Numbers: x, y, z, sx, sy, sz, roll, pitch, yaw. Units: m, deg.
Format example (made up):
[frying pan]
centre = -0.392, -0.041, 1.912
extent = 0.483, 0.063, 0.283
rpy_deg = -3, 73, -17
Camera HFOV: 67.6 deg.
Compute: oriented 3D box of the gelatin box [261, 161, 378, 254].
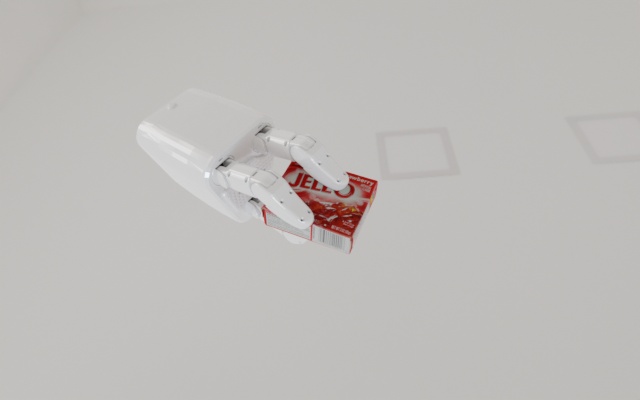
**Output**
[gelatin box]
centre = 0.000, 0.002, 0.449
extent = 0.089, 0.073, 0.030
rpy_deg = 18, -38, 13
